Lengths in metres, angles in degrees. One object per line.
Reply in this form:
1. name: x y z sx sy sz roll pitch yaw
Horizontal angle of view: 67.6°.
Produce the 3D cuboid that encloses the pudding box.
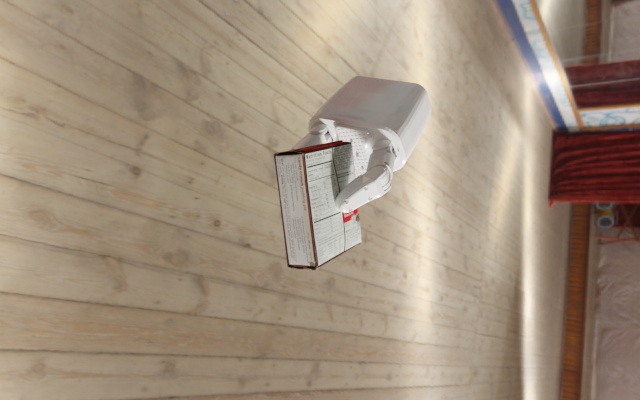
1. pudding box: 0.000 0.002 0.471 0.039 0.113 0.090 -2 11 35
